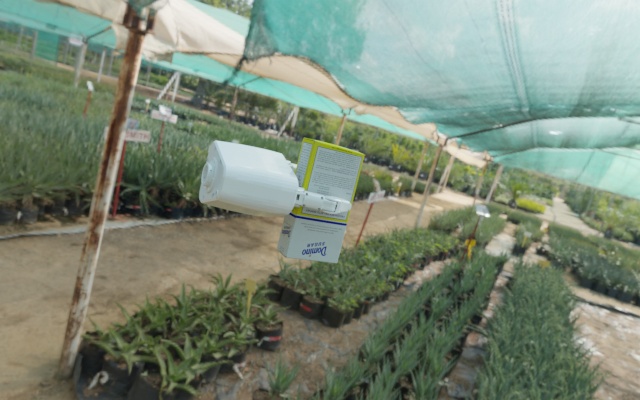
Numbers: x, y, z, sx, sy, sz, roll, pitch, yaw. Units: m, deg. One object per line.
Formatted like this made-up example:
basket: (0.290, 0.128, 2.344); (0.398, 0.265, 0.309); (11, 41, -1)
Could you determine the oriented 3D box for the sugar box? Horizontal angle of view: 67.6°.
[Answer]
sugar box: (0.000, 0.002, 0.721); (0.093, 0.176, 0.048); (11, 9, -29)
